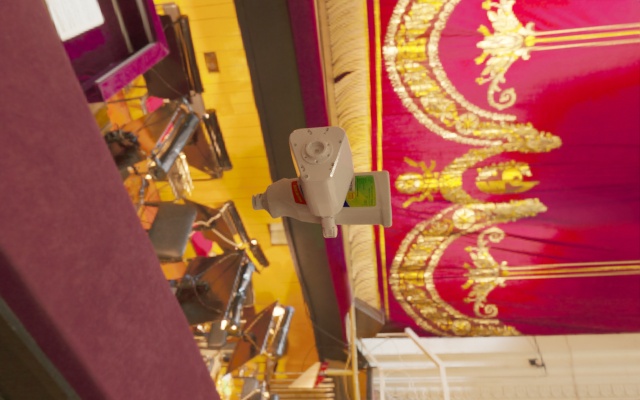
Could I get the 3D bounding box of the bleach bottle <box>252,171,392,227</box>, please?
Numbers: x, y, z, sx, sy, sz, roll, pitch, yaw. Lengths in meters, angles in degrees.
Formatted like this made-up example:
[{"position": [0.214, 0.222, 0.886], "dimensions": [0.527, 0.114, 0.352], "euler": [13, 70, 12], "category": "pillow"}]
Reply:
[{"position": [0.000, 0.003, 0.865], "dimensions": [0.251, 0.102, 0.068], "euler": [-4, -30, 7], "category": "bleach bottle"}]
